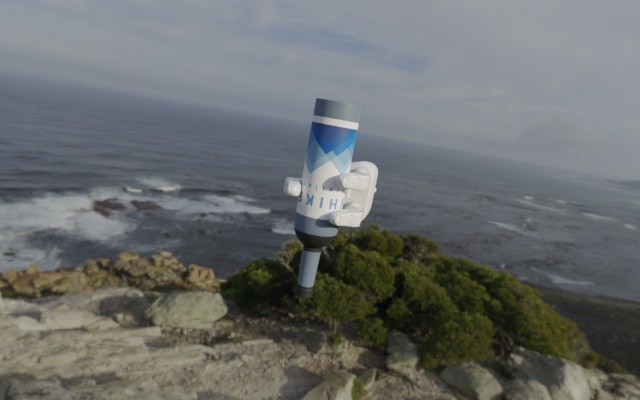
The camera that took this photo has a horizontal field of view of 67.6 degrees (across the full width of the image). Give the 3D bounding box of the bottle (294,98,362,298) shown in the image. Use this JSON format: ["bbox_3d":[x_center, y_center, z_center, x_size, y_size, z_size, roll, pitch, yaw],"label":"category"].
[{"bbox_3d":[0.000,0.002,0.707,0.069,0.296,0.069,10,10,-2],"label":"bottle"}]
